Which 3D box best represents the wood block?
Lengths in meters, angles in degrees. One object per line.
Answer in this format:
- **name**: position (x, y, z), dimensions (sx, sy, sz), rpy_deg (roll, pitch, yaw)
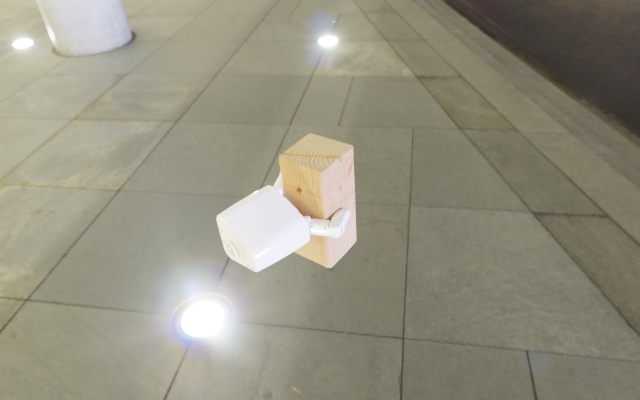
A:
- **wood block**: position (0.000, 0.003, 0.826), dimensions (0.091, 0.206, 0.090), rpy_deg (21, 45, 30)
